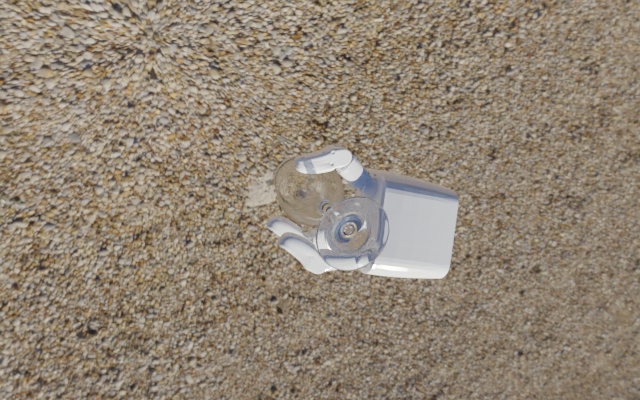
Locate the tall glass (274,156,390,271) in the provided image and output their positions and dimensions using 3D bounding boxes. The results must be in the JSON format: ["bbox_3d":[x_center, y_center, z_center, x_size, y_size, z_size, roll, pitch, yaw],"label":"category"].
[{"bbox_3d":[0.000,0.002,0.532,0.079,0.079,0.201,0,18,-20],"label":"tall glass"}]
